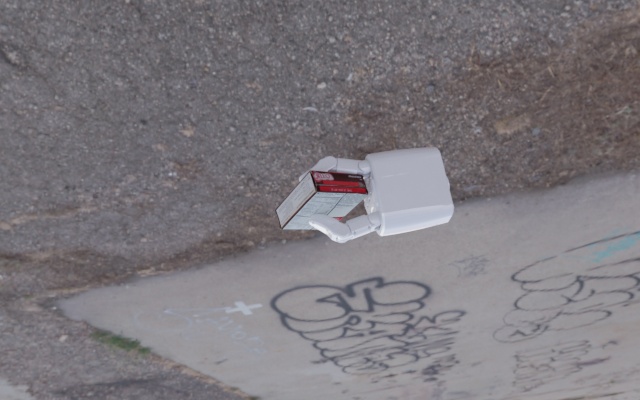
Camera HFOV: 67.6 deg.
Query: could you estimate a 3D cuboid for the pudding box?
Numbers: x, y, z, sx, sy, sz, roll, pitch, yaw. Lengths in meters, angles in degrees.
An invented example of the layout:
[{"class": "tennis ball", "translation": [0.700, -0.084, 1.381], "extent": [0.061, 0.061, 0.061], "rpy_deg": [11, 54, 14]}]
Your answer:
[{"class": "pudding box", "translation": [0.000, 0.002, 0.681], "extent": [0.090, 0.039, 0.113], "rpy_deg": [3, -34, -33]}]
